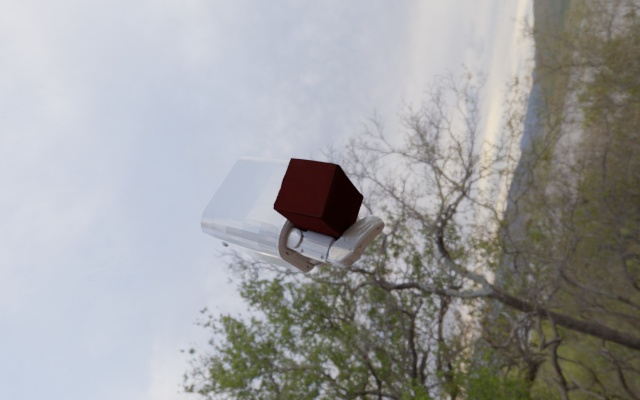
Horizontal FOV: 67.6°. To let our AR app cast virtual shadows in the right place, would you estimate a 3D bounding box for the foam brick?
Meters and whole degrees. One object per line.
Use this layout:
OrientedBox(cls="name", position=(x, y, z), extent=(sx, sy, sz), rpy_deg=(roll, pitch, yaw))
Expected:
OrientedBox(cls="foam brick", position=(0.000, 0.001, 0.448), extent=(0.051, 0.053, 0.078), rpy_deg=(12, -16, 26))
